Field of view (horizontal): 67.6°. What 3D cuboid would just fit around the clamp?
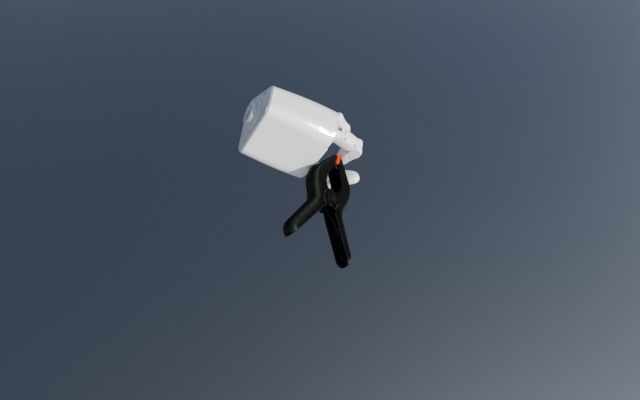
[{"bbox_3d":[0.001,0.002,0.684,0.039,0.171,0.120,-21,-35,35],"label":"clamp"}]
